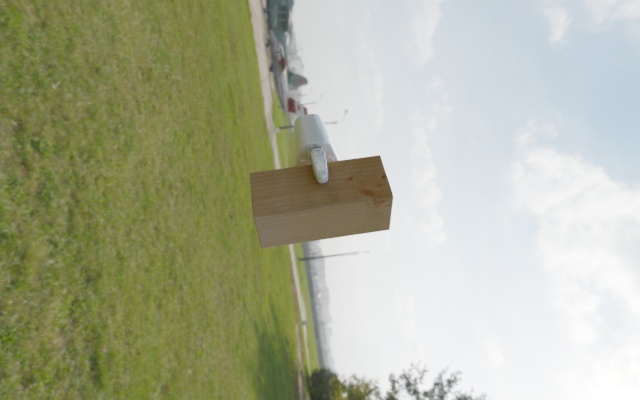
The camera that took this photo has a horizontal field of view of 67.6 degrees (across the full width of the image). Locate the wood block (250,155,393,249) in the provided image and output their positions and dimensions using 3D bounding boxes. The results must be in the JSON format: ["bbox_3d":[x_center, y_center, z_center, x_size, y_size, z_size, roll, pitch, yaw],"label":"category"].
[{"bbox_3d":[0.000,0.002,0.749,0.206,0.090,0.091,-8,-38,-3],"label":"wood block"}]
